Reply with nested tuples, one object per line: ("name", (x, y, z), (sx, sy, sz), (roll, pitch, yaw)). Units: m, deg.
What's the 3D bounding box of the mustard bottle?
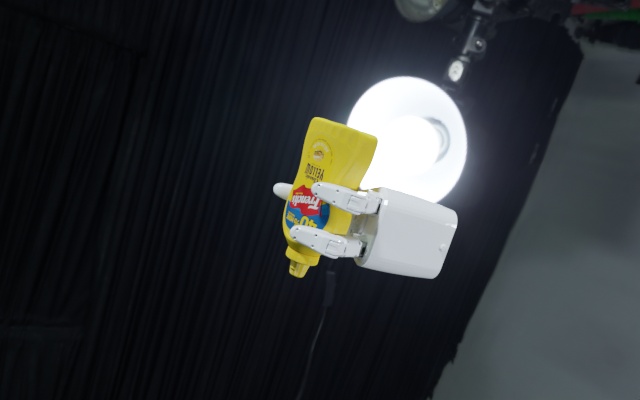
("mustard bottle", (0.000, 0.002, 0.576), (0.058, 0.191, 0.096), (10, 12, -44))
